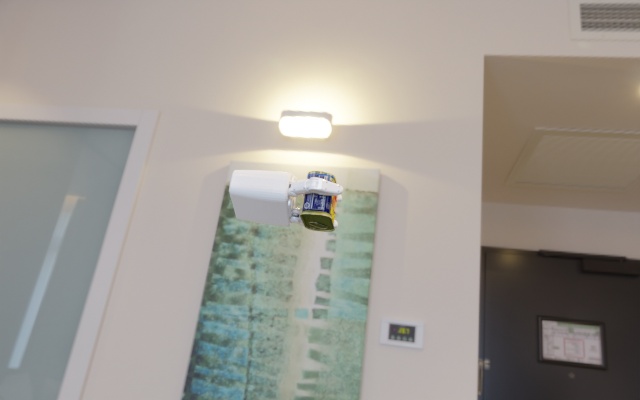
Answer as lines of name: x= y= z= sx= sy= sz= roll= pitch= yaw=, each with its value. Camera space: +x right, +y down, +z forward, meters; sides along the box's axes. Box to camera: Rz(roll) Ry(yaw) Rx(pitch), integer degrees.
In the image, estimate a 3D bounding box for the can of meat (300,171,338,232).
can of meat: x=0.000 y=0.003 z=0.878 sx=0.057 sy=0.084 sz=0.102 roll=4 pitch=-20 yaw=9
